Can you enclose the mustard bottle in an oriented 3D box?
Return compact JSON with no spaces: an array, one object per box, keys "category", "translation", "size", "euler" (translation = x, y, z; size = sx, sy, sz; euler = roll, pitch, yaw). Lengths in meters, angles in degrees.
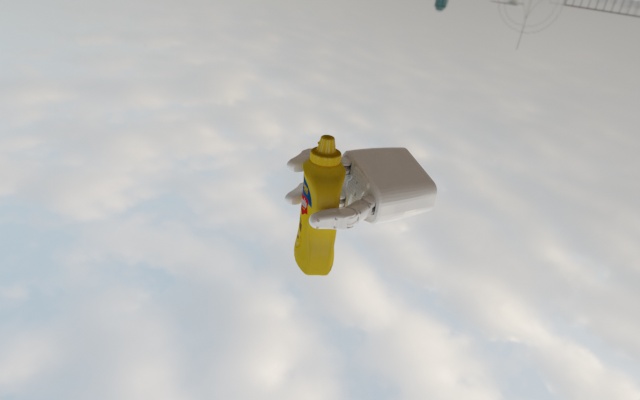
[{"category":"mustard bottle","translation":[0.000,0.002,0.656],"size":[0.058,0.192,0.096],"euler":[3,29,-7]}]
